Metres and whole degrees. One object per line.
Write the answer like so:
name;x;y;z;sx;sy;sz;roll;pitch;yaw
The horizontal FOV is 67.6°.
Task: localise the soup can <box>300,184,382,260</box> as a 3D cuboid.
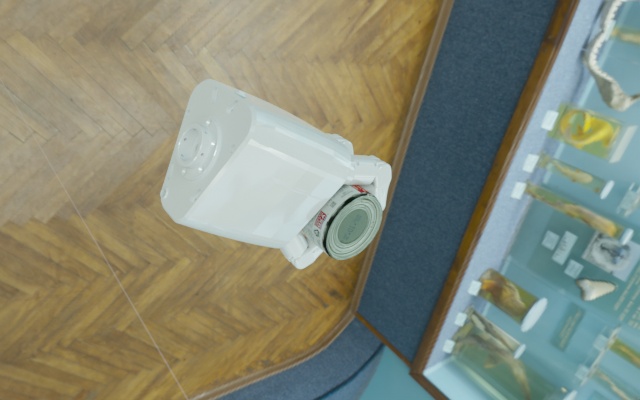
soup can;0.001;0.002;0.450;0.068;0.068;0.102;0;27;-43
